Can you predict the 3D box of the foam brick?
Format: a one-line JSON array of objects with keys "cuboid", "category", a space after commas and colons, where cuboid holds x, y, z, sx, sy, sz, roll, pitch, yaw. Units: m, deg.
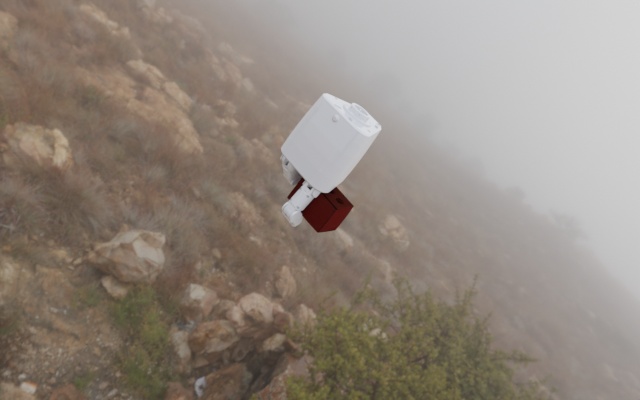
[{"cuboid": [0.000, 0.003, 0.716, 0.078, 0.051, 0.053, 48, 25, 20], "category": "foam brick"}]
